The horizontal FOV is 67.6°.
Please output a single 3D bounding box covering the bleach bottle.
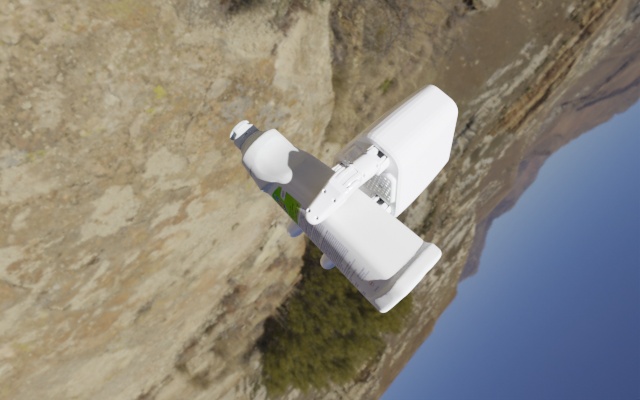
[{"bbox_3d":[0.000,0.002,0.498,0.068,0.251,0.103,-41,-13,-25],"label":"bleach bottle"}]
